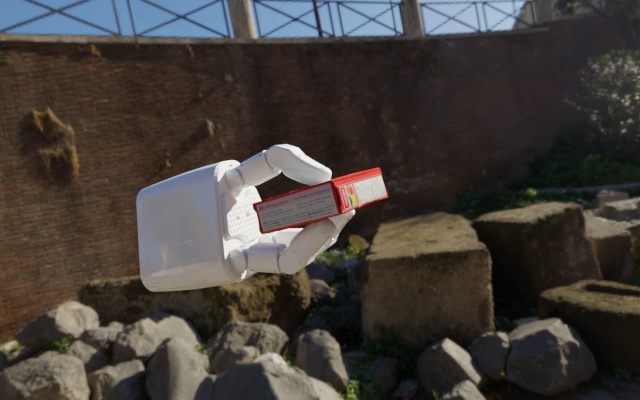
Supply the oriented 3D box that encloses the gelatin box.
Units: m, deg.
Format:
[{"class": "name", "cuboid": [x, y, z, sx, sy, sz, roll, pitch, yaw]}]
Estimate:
[{"class": "gelatin box", "cuboid": [0.000, 0.001, 0.400, 0.089, 0.030, 0.073, -16, 0, 37]}]
